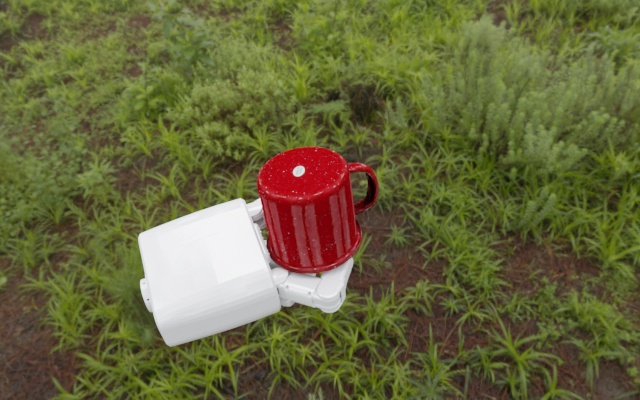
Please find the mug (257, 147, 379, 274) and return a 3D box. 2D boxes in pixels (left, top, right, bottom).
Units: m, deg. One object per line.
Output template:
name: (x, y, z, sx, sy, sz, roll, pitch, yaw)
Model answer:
mug: (0.001, 0.001, 0.437, 0.117, 0.082, 0.093, -19, 40, -12)
